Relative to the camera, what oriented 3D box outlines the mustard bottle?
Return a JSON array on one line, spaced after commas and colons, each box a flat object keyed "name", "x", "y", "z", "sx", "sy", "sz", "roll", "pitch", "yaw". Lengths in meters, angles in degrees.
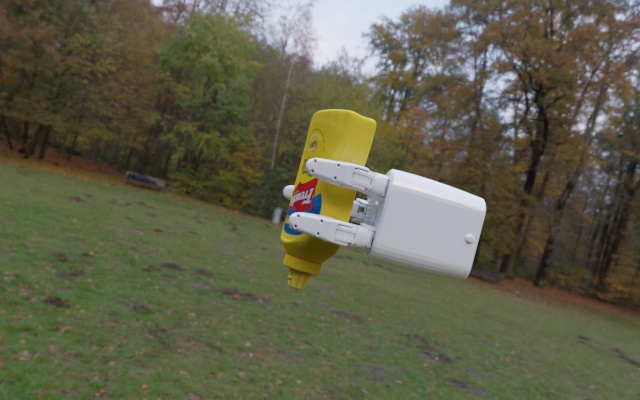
[{"name": "mustard bottle", "x": 0.000, "y": 0.001, "z": 0.514, "sx": 0.058, "sy": 0.191, "sz": 0.096, "roll": 16, "pitch": -1, "yaw": -28}]
